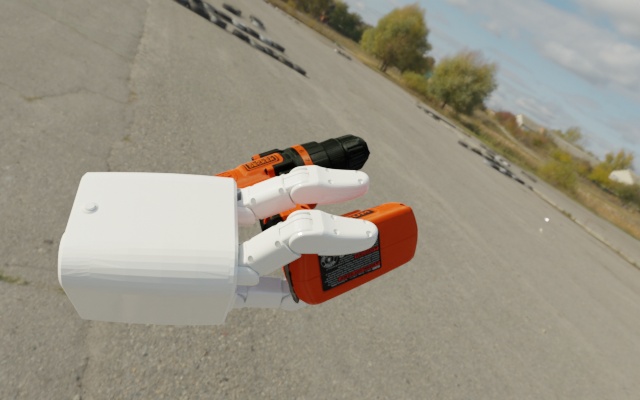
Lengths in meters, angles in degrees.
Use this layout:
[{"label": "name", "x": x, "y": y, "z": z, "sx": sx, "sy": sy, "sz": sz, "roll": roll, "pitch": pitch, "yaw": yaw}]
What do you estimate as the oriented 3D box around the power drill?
[{"label": "power drill", "x": 0.000, "y": 0.002, "z": 0.424, "sx": 0.184, "sy": 0.057, "sz": 0.187, "roll": -23, "pitch": 31, "yaw": -19}]
